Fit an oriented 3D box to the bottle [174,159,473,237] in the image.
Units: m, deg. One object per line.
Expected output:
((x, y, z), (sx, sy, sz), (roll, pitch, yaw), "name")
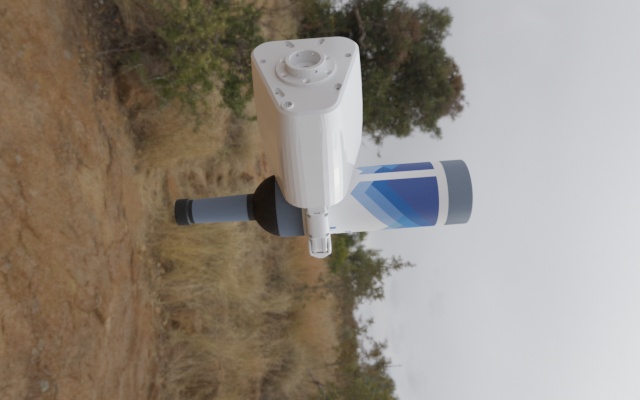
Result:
((0.000, 0.002, 0.492), (0.296, 0.069, 0.069), (-4, 0, 0), "bottle")
